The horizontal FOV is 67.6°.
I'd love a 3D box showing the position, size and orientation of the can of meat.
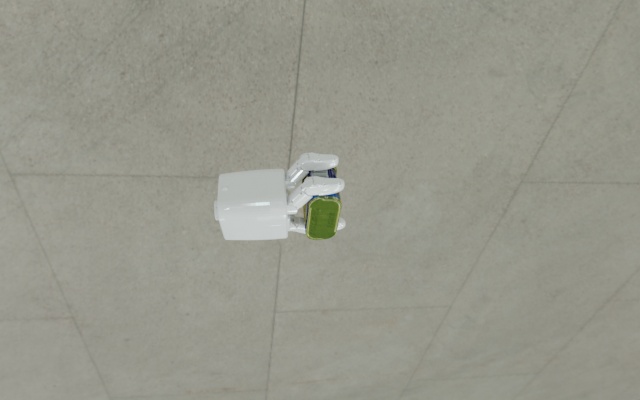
[{"bbox_3d":[0.000,0.003,0.778,0.057,0.102,0.083,0,45,-8],"label":"can of meat"}]
